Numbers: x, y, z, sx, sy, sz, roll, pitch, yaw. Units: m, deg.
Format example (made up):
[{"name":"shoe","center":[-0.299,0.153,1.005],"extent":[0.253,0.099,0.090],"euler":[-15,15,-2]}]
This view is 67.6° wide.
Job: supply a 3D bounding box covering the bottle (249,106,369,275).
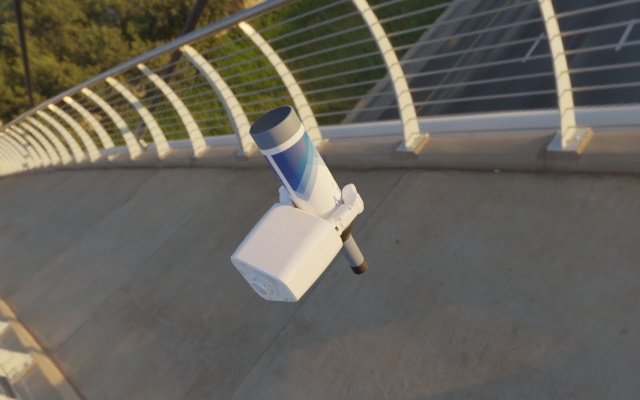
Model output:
[{"name":"bottle","center":[0.000,0.002,0.702],"extent":[0.069,0.296,0.069],"euler":[-22,32,15]}]
